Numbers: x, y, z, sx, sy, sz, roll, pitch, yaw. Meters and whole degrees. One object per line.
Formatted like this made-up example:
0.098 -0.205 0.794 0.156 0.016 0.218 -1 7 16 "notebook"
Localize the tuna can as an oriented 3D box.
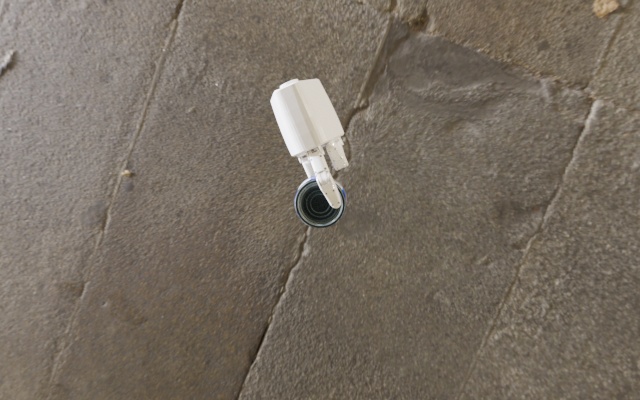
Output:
0.000 0.003 0.786 0.086 0.086 0.033 0 11 3 "tuna can"
